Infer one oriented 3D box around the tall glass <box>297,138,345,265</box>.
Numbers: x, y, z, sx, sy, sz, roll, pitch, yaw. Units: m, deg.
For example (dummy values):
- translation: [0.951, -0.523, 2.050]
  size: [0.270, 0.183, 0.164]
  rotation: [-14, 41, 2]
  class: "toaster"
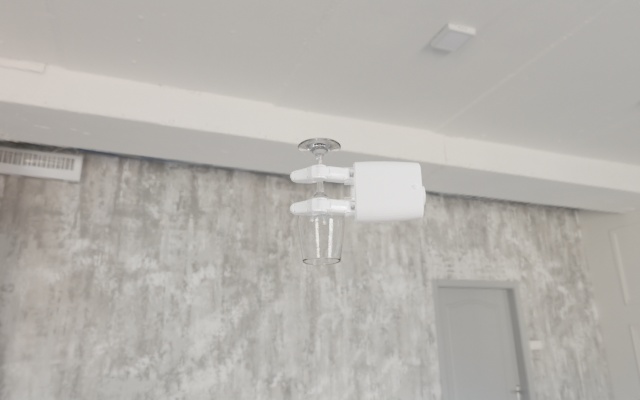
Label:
- translation: [0.000, 0.002, 0.791]
  size: [0.079, 0.201, 0.079]
  rotation: [-1, -17, 0]
  class: "tall glass"
